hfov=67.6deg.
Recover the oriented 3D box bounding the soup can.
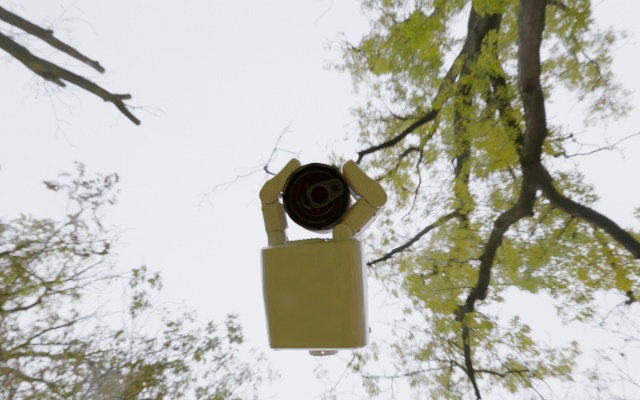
[{"bbox_3d":[0.000,0.001,0.520,0.068,0.068,0.102,0,-7,5],"label":"soup can"}]
